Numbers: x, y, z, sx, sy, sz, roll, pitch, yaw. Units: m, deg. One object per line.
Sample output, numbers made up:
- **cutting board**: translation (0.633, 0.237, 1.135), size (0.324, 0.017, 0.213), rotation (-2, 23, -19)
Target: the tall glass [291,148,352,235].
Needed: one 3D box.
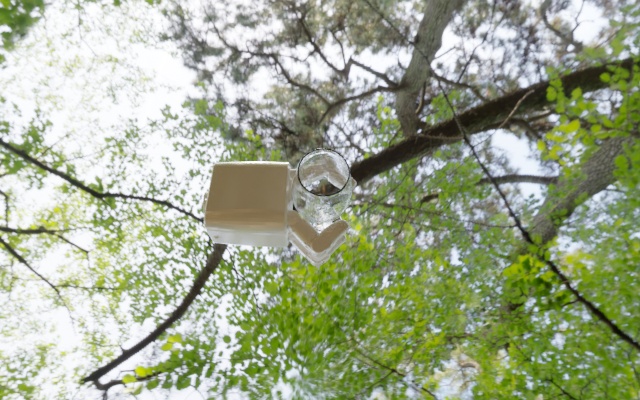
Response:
- **tall glass**: translation (0.000, 0.002, 0.645), size (0.079, 0.079, 0.201), rotation (0, -21, -2)
